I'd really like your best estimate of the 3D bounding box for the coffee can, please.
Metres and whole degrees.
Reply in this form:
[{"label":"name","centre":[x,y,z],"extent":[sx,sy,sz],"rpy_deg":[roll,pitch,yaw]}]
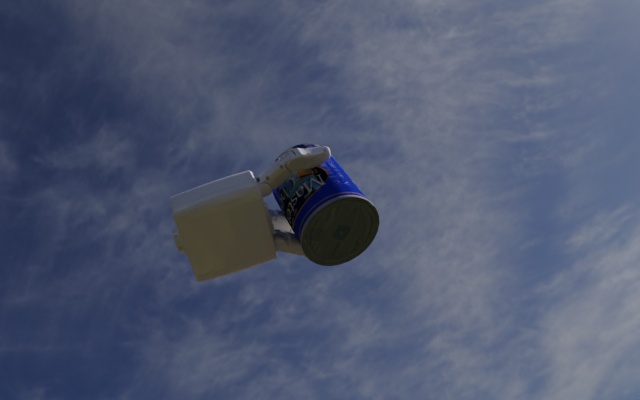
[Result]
[{"label":"coffee can","centre":[0.000,0.002,0.627],"extent":[0.103,0.103,0.140],"rpy_deg":[0,33,-26]}]
